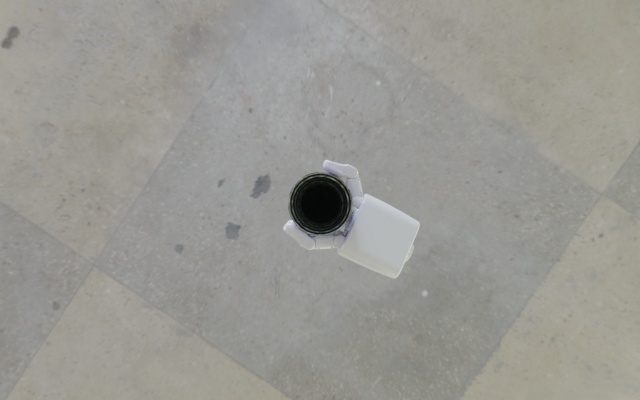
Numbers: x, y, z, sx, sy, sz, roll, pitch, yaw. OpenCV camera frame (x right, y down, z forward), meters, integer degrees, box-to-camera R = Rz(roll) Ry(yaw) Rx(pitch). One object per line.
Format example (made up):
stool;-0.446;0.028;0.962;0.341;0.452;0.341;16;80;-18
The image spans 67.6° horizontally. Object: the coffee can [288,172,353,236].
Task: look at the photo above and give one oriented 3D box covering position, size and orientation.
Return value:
coffee can;0.000;0.003;0.818;0.103;0.103;0.140;0;3;0
